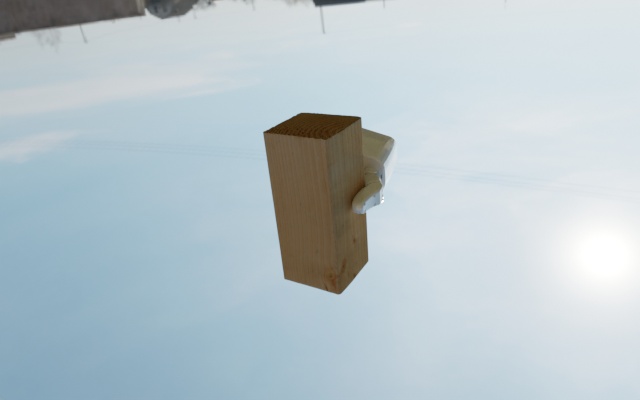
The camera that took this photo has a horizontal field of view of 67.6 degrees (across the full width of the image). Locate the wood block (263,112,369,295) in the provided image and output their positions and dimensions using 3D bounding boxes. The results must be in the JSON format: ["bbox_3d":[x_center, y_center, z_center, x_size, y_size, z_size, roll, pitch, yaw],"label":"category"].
[{"bbox_3d":[0.001,0.002,0.609,0.091,0.206,0.090,10,30,30],"label":"wood block"}]
